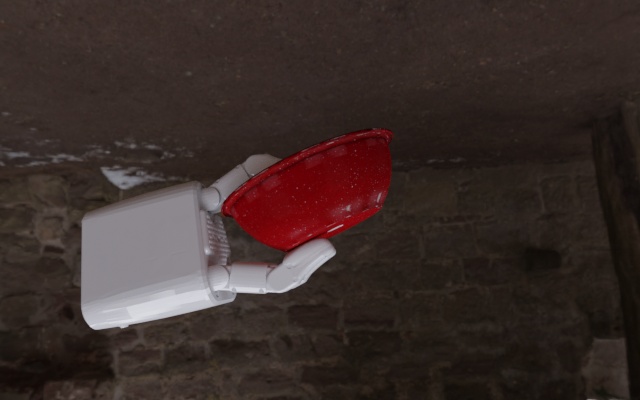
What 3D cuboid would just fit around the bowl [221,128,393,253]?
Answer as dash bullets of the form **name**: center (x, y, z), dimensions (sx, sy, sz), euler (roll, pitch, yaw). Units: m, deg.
- **bowl**: center (0.001, 0.001, 0.409), dimensions (0.162, 0.055, 0.162), euler (-25, -10, -4)
